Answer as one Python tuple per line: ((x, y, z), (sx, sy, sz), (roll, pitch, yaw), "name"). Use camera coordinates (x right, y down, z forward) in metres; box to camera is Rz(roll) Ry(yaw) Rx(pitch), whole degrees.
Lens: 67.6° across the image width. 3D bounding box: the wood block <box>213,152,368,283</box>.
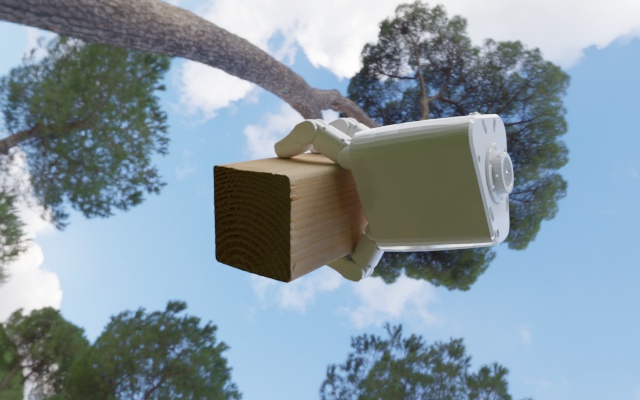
((0.000, 0.002, 0.478), (0.090, 0.091, 0.206), (10, 15, 34), "wood block")
